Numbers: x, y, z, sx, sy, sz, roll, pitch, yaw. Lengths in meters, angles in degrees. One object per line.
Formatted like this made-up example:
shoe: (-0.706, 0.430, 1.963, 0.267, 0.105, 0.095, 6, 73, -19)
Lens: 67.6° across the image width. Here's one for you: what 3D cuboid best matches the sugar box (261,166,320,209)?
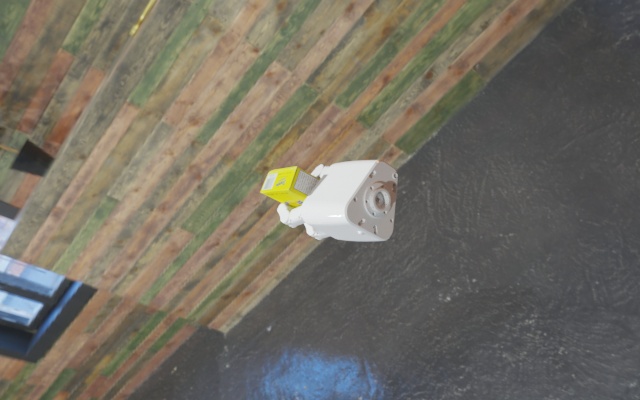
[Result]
sugar box: (0.000, 0.003, 0.783, 0.176, 0.048, 0.093, 30, -17, -30)
